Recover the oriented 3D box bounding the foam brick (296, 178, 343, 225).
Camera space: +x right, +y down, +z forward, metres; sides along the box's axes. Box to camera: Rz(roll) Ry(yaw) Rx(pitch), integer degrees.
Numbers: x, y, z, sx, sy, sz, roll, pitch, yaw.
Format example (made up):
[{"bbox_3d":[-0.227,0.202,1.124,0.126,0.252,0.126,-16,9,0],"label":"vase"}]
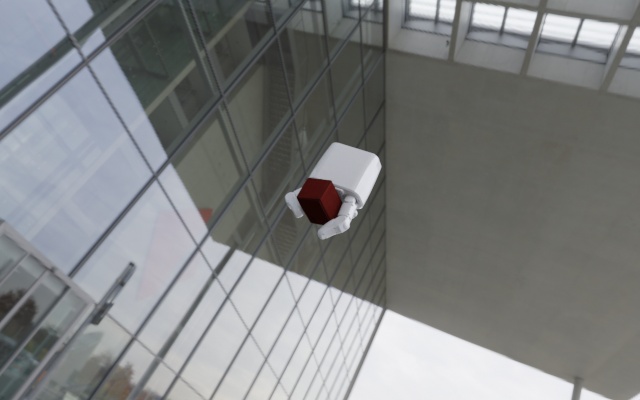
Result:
[{"bbox_3d":[0.000,0.003,0.881,0.053,0.051,0.078,9,-36,32],"label":"foam brick"}]
